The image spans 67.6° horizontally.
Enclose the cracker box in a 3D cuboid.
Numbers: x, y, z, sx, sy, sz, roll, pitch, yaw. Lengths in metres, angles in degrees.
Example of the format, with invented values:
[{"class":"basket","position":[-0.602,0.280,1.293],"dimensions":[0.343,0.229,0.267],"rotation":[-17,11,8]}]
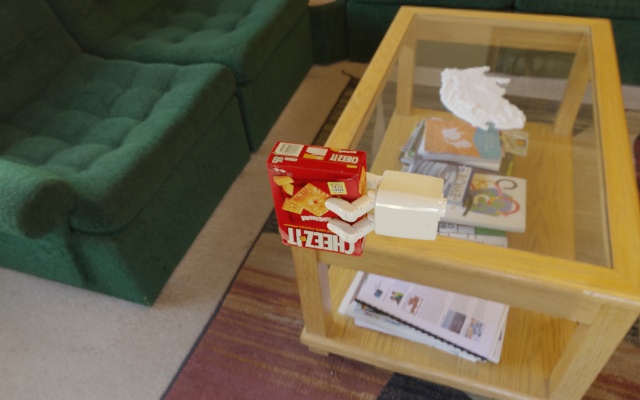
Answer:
[{"class":"cracker box","position":[0.000,0.003,0.871],"dimensions":[0.164,0.214,0.072],"rotation":[8,46,15]}]
